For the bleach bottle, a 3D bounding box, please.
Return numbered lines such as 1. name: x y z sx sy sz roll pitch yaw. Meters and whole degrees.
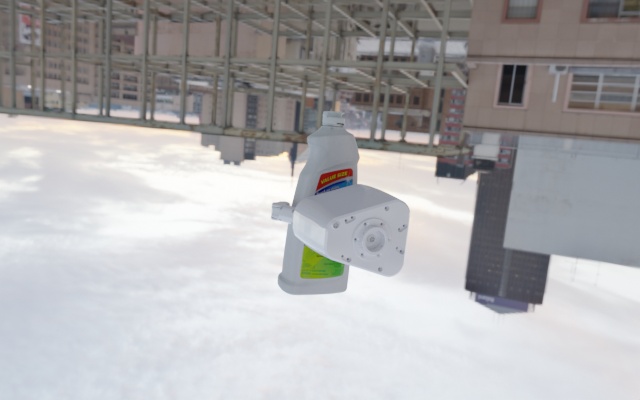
1. bleach bottle: 0.000 0.002 0.668 0.102 0.251 0.068 2 9 -21
